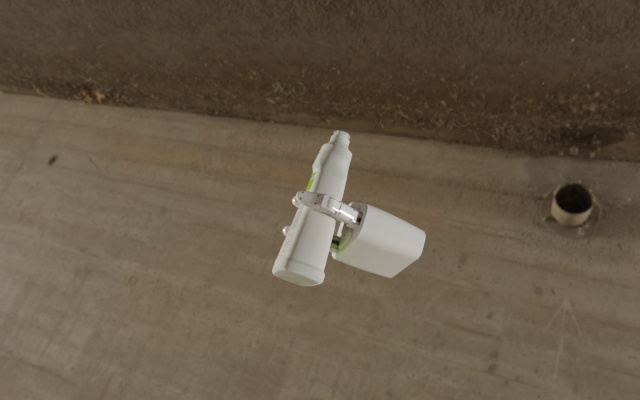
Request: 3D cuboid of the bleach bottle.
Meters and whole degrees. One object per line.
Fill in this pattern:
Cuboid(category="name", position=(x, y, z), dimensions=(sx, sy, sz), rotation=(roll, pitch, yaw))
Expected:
Cuboid(category="bleach bottle", position=(0.000, 0.002, 0.738), dimensions=(0.068, 0.250, 0.102), rotation=(23, -19, -12))
